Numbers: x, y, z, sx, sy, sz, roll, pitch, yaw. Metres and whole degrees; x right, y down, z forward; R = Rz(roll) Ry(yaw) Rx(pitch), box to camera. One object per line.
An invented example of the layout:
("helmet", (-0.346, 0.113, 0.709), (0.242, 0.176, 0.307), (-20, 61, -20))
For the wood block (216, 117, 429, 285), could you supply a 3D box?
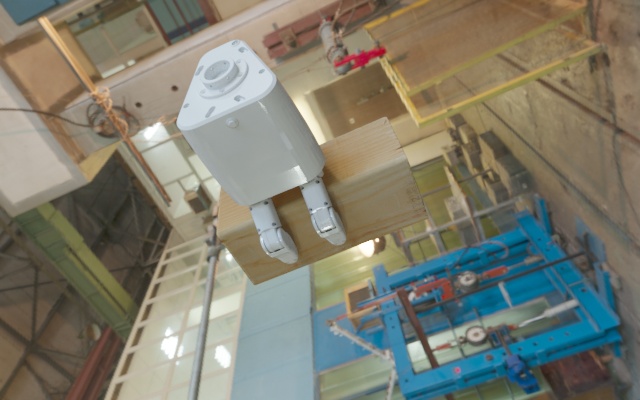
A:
("wood block", (0.000, 0.001, 0.530), (0.206, 0.090, 0.090), (-22, 37, 9))
